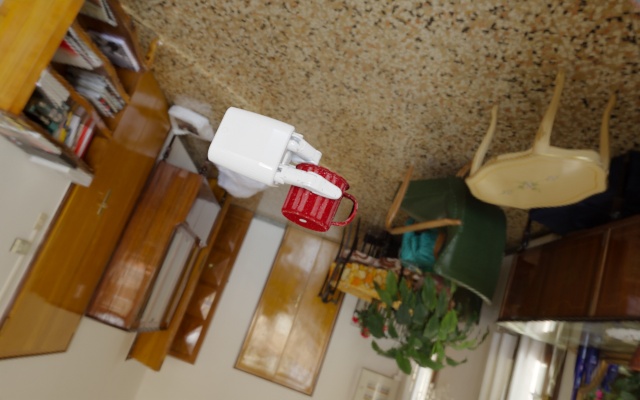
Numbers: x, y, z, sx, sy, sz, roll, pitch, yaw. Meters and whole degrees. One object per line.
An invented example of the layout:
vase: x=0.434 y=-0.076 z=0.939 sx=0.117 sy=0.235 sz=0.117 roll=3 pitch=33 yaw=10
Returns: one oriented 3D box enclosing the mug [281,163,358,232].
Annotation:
mug: x=0.001 y=0.003 z=0.752 sx=0.117 sy=0.081 sz=0.093 roll=21 pitch=-15 yaw=4
